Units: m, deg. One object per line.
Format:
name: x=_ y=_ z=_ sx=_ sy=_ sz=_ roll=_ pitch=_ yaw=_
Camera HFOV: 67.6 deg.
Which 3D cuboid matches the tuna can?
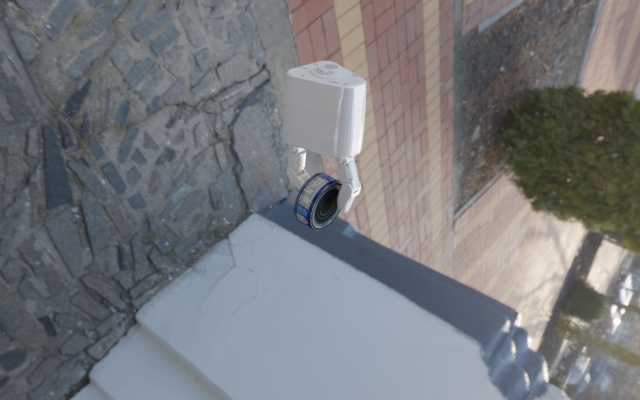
tuna can: x=0.001 y=0.003 z=0.732 sx=0.033 sy=0.086 sz=0.086 roll=30 pitch=16 yaw=30
